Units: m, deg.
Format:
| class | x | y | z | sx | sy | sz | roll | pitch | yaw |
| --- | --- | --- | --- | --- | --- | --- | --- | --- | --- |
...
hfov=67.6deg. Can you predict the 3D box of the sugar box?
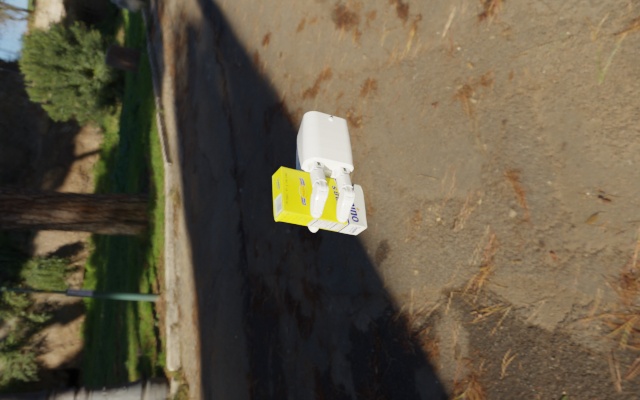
| class | x | y | z | sx | sy | sz | roll | pitch | yaw |
| --- | --- | --- | --- | --- | --- | --- | --- | --- | --- |
| sugar box | 0.000 | 0.002 | 0.876 | 0.176 | 0.093 | 0.048 | 10 | -30 | -27 |
